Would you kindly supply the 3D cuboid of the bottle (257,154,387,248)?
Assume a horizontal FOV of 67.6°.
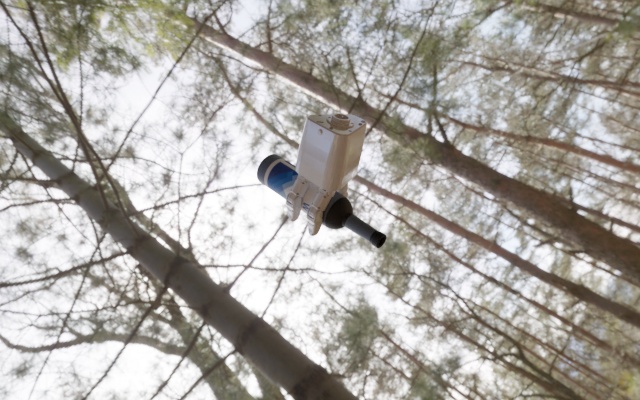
[{"bbox_3d":[0.000,0.003,0.895,0.295,0.069,0.069,33,19,32],"label":"bottle"}]
